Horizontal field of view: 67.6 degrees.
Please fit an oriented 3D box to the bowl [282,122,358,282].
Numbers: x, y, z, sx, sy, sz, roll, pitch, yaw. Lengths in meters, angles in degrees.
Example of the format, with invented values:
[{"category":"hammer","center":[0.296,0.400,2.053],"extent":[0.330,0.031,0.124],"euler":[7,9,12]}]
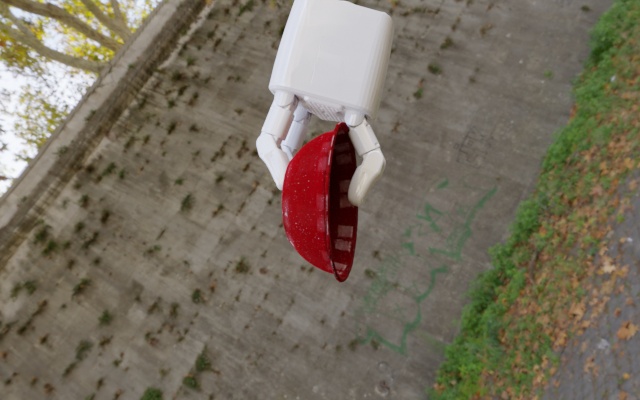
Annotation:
[{"category":"bowl","center":[0.000,0.003,0.489],"extent":[0.055,0.162,0.162],"euler":[0,0,13]}]
